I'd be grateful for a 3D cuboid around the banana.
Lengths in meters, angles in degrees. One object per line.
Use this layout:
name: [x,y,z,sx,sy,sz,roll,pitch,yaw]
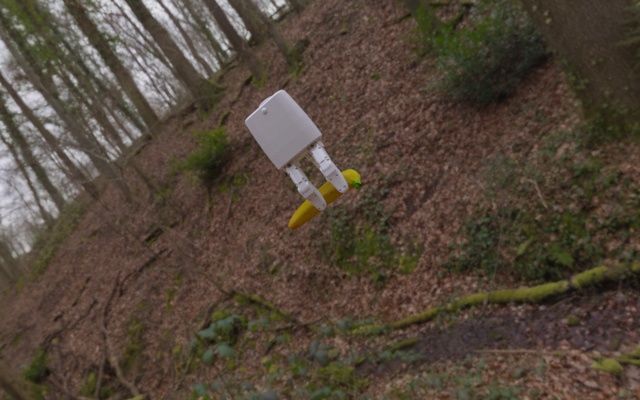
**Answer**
banana: [0.011,-0.008,0.876,0.198,0.037,0.069,-36,7,42]
